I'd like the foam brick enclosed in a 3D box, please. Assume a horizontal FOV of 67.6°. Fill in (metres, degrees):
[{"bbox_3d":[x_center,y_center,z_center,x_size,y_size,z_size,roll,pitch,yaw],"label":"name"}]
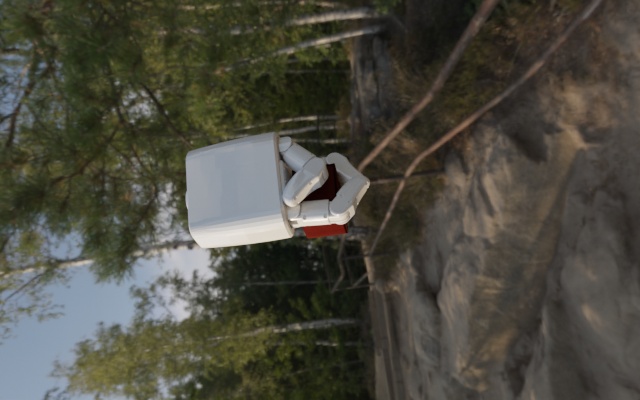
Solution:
[{"bbox_3d":[0.000,0.002,0.562,0.051,0.053,0.078,-10,-35,6],"label":"foam brick"}]
